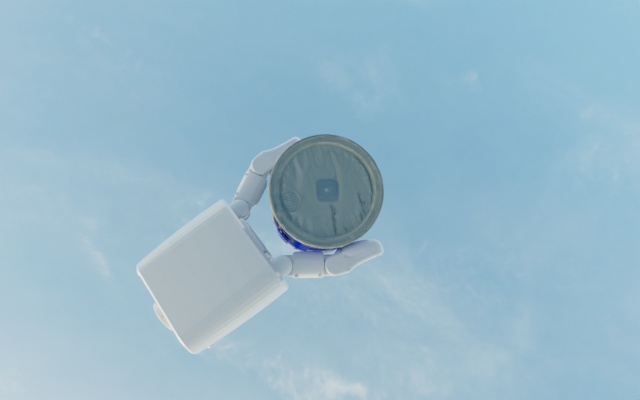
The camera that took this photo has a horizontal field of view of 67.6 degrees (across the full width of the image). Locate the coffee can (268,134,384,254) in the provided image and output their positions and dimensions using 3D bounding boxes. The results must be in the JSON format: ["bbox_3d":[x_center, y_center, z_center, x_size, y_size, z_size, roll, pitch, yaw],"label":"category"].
[{"bbox_3d":[0.000,0.001,0.489,0.103,0.103,0.140,0,-9,-5],"label":"coffee can"}]
